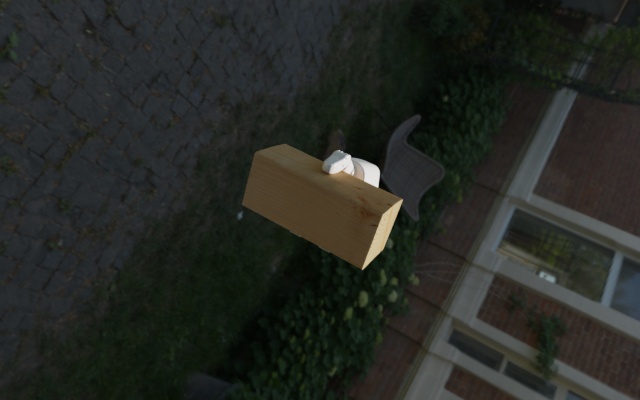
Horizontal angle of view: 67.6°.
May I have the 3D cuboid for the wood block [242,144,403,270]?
[{"bbox_3d":[0.000,0.002,0.698,0.206,0.091,0.090,26,24,19],"label":"wood block"}]
